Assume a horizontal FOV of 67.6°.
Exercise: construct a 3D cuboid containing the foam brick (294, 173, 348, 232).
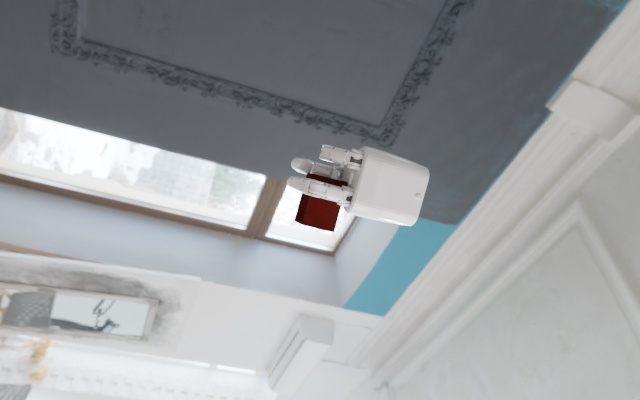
[{"bbox_3d":[0.000,0.003,0.706,0.051,0.078,0.053,15,3,-17],"label":"foam brick"}]
